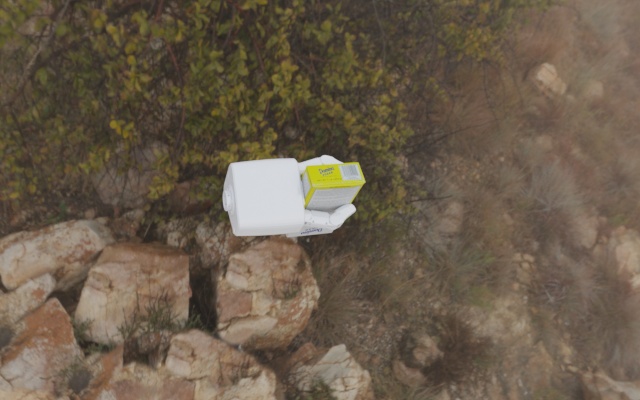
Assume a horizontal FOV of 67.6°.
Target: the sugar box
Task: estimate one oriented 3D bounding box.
[{"bbox_3d":[0.000,0.002,0.810,0.093,0.048,0.176,-4,-26,-22],"label":"sugar box"}]
